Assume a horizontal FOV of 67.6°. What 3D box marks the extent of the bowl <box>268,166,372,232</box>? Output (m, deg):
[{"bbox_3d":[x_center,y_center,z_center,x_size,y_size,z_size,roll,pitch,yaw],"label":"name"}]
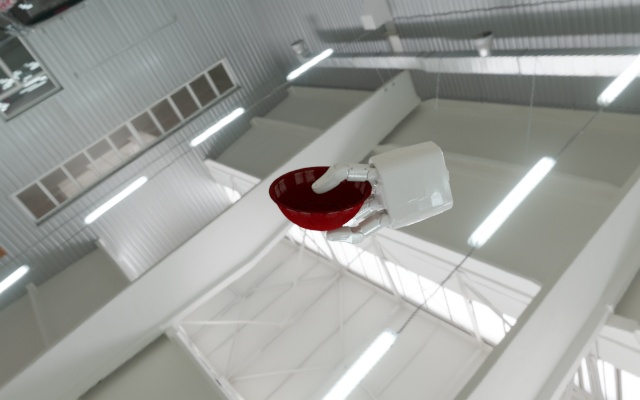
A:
[{"bbox_3d":[-0.001,0.003,0.757,0.162,0.055,0.162,-1,29,1],"label":"bowl"}]
